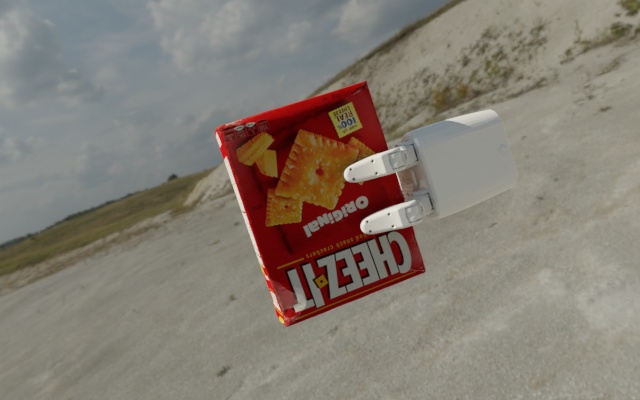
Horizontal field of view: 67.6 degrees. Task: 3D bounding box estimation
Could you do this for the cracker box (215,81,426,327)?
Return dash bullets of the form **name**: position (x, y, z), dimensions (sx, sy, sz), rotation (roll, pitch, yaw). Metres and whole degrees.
- **cracker box**: position (0.000, 0.001, 0.509), dimensions (0.164, 0.214, 0.072), rotation (-19, 4, -11)
